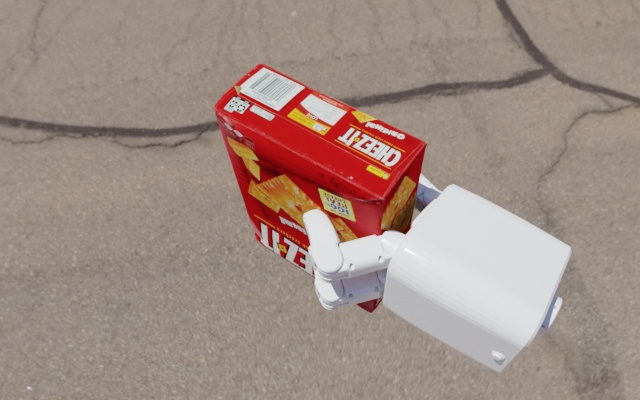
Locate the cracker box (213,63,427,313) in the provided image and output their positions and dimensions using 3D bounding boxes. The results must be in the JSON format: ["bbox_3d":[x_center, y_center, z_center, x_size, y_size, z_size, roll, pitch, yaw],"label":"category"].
[{"bbox_3d":[0.000,0.001,0.445,0.164,0.072,0.214,30,-28,22],"label":"cracker box"}]
